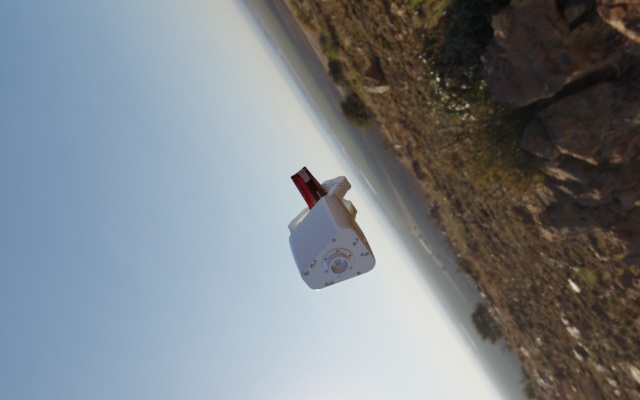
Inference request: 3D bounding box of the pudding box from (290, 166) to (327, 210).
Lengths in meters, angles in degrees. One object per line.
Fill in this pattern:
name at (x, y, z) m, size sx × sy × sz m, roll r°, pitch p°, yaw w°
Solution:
pudding box at (0.000, 0.003, 0.848) m, size 0.039 × 0.090 × 0.113 m, roll -33°, pitch -35°, yaw 4°
